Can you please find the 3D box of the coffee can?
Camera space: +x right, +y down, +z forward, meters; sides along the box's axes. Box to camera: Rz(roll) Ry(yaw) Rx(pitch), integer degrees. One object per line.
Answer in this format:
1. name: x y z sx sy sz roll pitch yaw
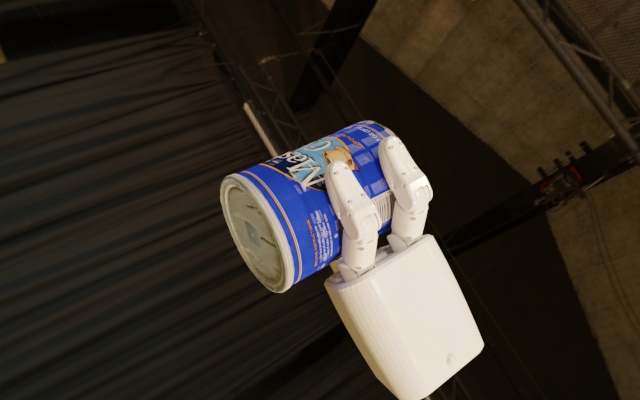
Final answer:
1. coffee can: 0.000 0.001 0.413 0.140 0.103 0.103 -26 12 -27
